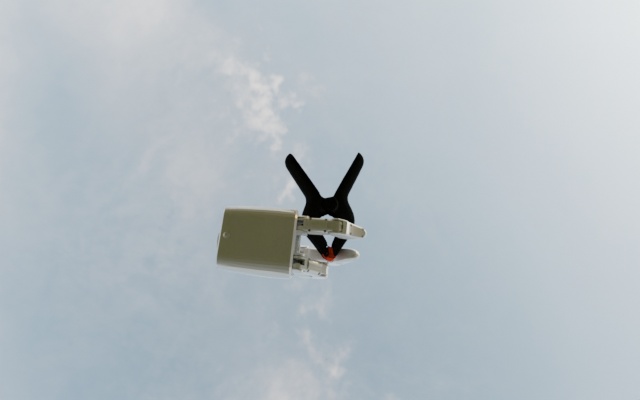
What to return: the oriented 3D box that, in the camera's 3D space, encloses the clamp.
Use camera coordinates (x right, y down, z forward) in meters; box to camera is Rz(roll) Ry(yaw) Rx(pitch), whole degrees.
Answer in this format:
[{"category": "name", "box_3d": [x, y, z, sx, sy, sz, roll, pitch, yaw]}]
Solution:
[{"category": "clamp", "box_3d": [0.000, 0.003, 0.714, 0.120, 0.171, 0.039, 5, -18, 2]}]
